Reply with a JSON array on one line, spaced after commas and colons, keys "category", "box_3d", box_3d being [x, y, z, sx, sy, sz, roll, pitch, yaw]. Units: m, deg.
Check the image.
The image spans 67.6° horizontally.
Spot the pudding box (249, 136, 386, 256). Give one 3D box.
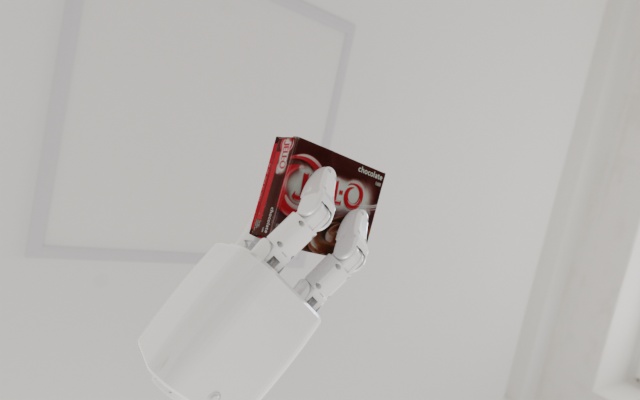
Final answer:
[{"category": "pudding box", "box_3d": [0.000, 0.001, 0.430, 0.113, 0.090, 0.039, 18, -3, -41]}]
